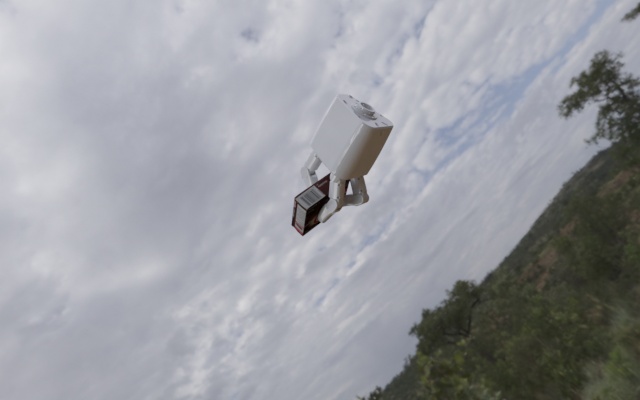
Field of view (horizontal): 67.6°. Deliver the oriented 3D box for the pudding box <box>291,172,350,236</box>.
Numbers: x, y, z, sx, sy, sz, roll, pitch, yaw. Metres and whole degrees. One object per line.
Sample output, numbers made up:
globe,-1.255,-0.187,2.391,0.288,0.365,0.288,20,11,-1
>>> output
pudding box,0.000,0.003,0.880,0.113,0.039,0.090,-34,-26,-27
